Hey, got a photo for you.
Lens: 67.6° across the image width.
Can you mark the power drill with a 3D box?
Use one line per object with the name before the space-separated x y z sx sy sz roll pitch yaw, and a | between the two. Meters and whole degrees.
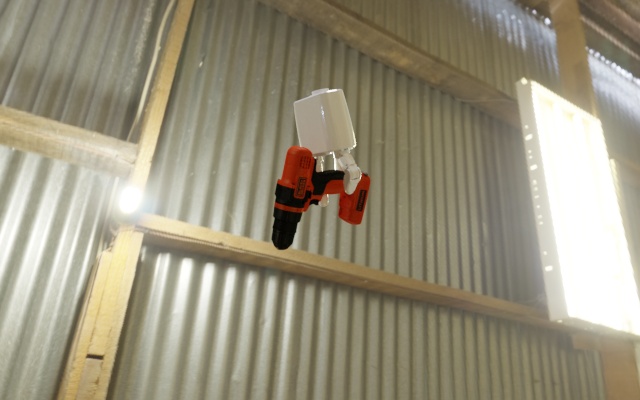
power drill | 0.001 0.003 0.874 0.187 0.184 0.057 6 11 -41
